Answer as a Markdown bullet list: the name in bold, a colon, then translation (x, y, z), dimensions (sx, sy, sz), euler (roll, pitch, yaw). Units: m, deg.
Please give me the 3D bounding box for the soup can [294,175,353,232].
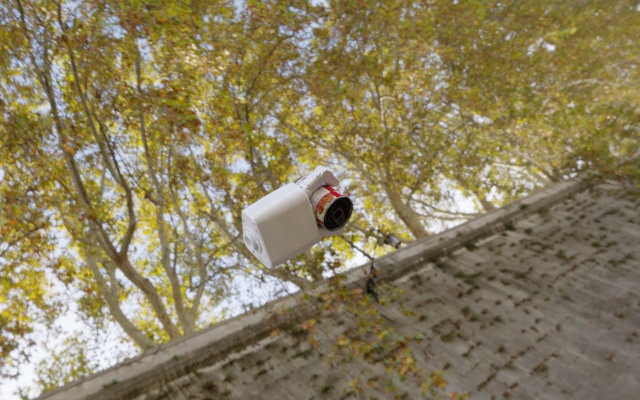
- **soup can**: translation (0.000, 0.002, 0.861), dimensions (0.068, 0.068, 0.102), euler (0, 25, -43)
